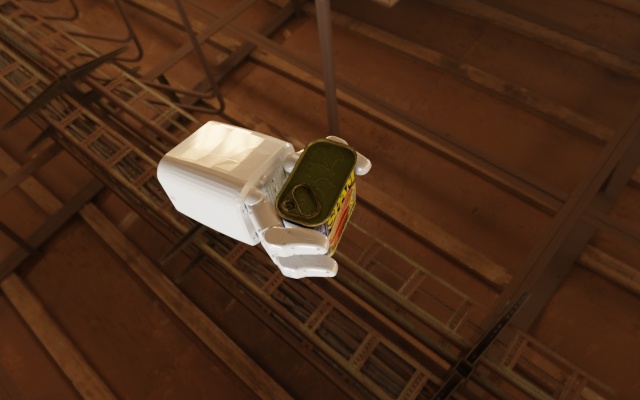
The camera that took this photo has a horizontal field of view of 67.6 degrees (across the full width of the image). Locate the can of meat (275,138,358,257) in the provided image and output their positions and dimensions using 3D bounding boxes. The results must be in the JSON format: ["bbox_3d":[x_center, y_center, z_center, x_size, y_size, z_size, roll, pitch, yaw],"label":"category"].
[{"bbox_3d":[0.000,0.002,0.501,0.057,0.102,0.084,18,-29,16],"label":"can of meat"}]
